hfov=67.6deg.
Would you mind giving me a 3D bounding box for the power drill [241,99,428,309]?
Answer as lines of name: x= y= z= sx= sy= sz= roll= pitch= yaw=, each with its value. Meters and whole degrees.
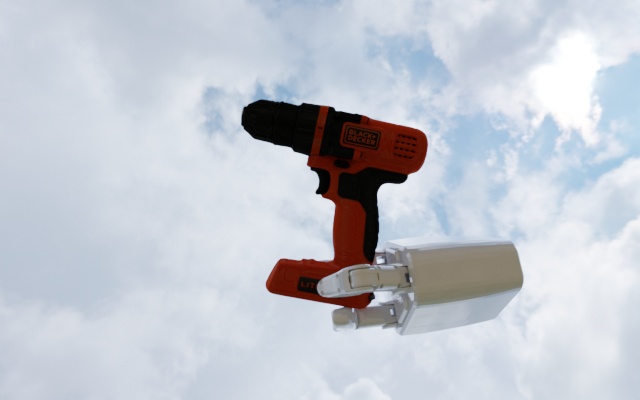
power drill: x=0.000 y=0.002 z=0.467 sx=0.184 sy=0.187 sz=0.057 roll=11 pitch=2 yaw=1
